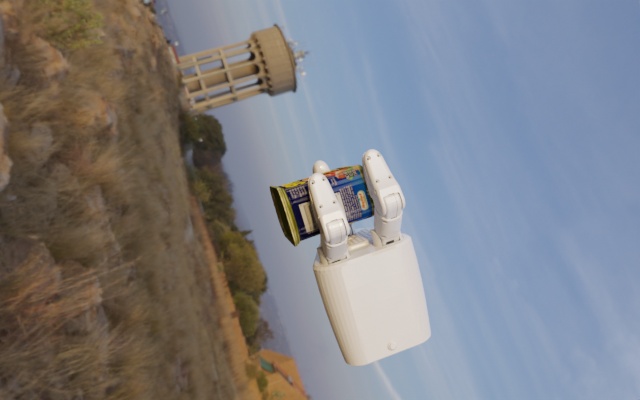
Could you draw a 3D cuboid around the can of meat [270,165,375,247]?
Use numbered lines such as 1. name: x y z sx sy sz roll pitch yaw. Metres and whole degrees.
1. can of meat: 0.000 0.001 0.477 0.084 0.057 0.102 -18 6 -10
